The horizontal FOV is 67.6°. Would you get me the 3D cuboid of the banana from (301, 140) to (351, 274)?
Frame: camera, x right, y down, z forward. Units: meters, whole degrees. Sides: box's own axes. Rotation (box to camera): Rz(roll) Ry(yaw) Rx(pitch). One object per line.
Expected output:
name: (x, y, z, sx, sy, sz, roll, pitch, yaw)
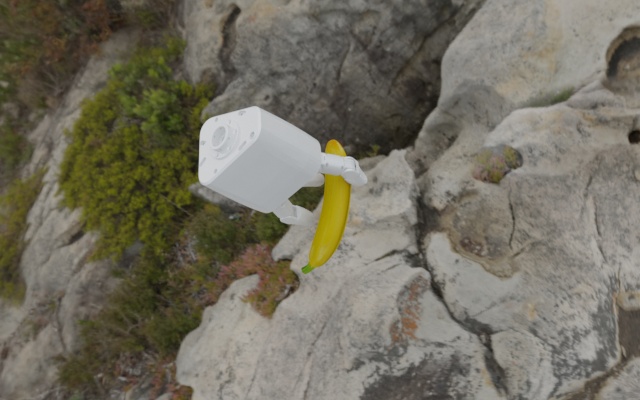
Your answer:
banana: (0.012, 0.006, 0.661, 0.037, 0.197, 0.069, 21, -12, -42)
